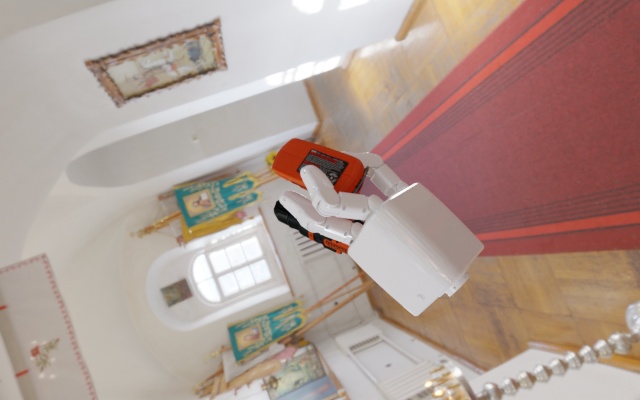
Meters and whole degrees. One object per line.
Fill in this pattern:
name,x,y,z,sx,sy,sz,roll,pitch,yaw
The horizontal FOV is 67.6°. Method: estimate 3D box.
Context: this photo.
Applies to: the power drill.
power drill,0.000,0.002,0.617,0.184,0.057,0.188,20,-24,23
